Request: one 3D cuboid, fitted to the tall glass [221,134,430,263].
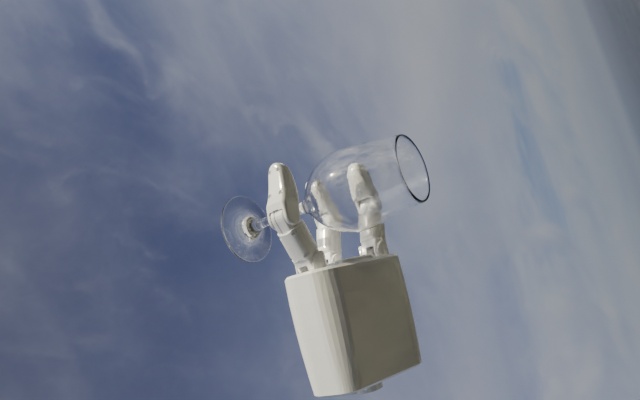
[{"bbox_3d":[-0.001,0.002,0.458,0.201,0.079,0.079,-21,-12,32],"label":"tall glass"}]
